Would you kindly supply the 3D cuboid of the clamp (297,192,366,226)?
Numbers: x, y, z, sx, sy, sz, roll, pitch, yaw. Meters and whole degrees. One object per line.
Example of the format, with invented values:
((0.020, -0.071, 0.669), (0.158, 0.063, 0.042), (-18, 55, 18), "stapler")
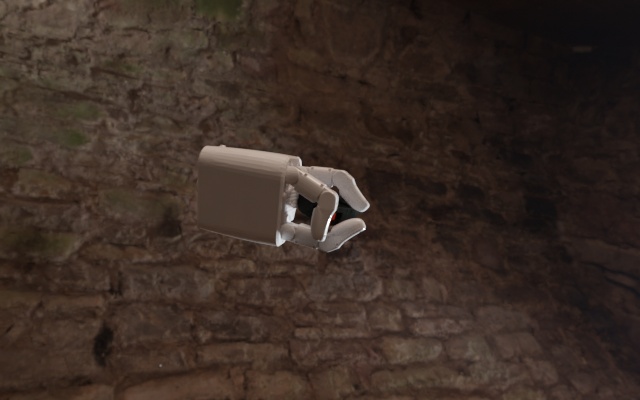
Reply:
((0.000, 0.003, 0.648), (0.120, 0.039, 0.171), (10, 5, 8), "clamp")
